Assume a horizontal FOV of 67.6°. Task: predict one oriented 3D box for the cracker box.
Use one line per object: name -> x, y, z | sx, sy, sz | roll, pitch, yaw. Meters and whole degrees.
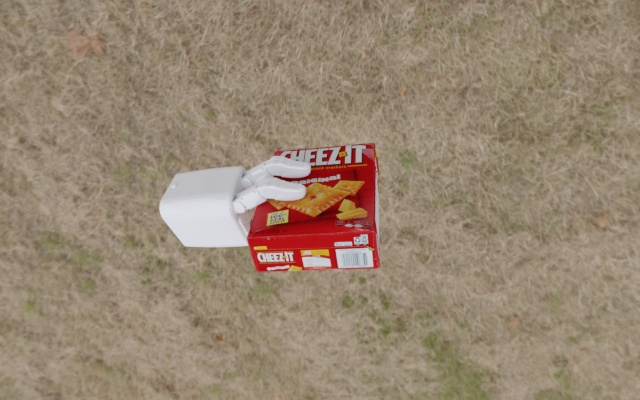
cracker box -> 0.000, 0.002, 0.679 | 0.164, 0.072, 0.213 | -3, 37, 9
